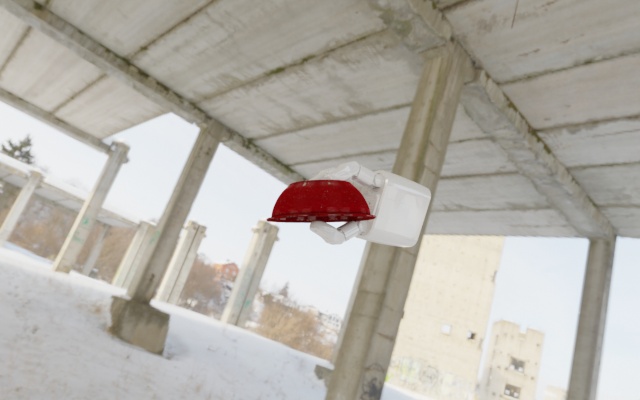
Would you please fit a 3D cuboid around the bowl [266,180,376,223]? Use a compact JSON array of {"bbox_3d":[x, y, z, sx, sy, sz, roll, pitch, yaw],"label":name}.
[{"bbox_3d":[-0.001,0.002,0.706,0.162,0.055,0.162,-2,-5,0],"label":"bowl"}]
